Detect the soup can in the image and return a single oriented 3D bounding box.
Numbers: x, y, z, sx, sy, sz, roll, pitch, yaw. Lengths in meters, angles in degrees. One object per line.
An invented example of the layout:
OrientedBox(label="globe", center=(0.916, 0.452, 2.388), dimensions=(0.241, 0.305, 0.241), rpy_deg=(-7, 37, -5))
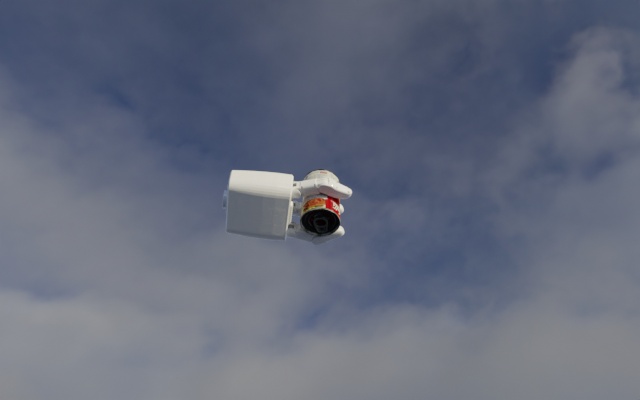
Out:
OrientedBox(label="soup can", center=(0.001, 0.003, 0.834), dimensions=(0.068, 0.069, 0.102), rpy_deg=(0, 44, 1))
